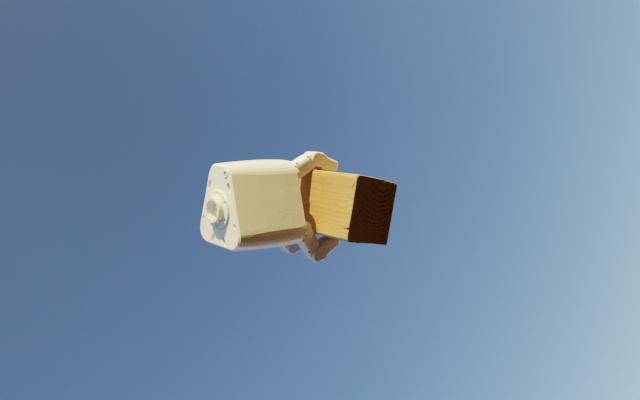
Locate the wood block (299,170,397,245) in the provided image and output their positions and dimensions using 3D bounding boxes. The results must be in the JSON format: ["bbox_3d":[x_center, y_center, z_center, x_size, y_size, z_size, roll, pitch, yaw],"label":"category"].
[{"bbox_3d":[0.000,0.002,0.715,0.206,0.091,0.090,10,1,45],"label":"wood block"}]
